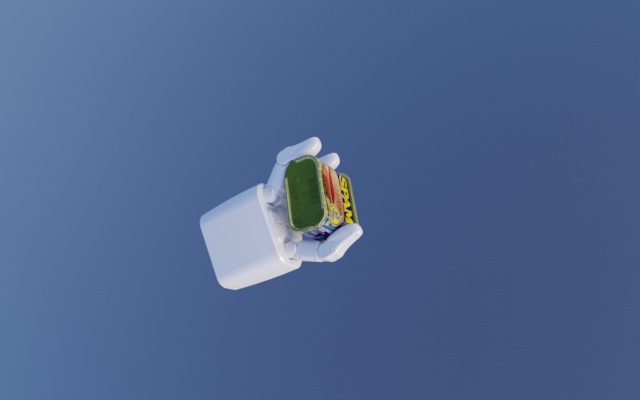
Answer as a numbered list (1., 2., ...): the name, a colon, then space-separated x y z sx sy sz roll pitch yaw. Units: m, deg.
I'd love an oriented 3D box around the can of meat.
1. can of meat: 0.000 0.002 0.604 0.057 0.102 0.084 -20 -26 25
